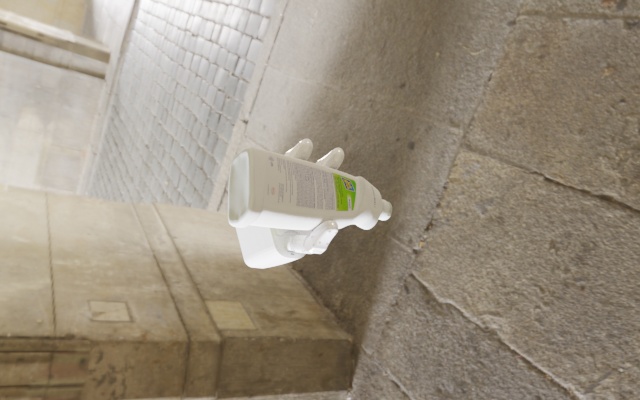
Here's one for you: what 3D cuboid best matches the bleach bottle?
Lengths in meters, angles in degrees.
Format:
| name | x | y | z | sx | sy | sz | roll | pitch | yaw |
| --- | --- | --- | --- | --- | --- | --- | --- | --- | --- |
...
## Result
| name | x | y | z | sx | sy | sz | roll | pitch | yaw |
| --- | --- | --- | --- | --- | --- | --- | --- | --- | --- |
| bleach bottle | 0.000 | 0.002 | 0.659 | 0.251 | 0.102 | 0.068 | 12 | -24 | -35 |
